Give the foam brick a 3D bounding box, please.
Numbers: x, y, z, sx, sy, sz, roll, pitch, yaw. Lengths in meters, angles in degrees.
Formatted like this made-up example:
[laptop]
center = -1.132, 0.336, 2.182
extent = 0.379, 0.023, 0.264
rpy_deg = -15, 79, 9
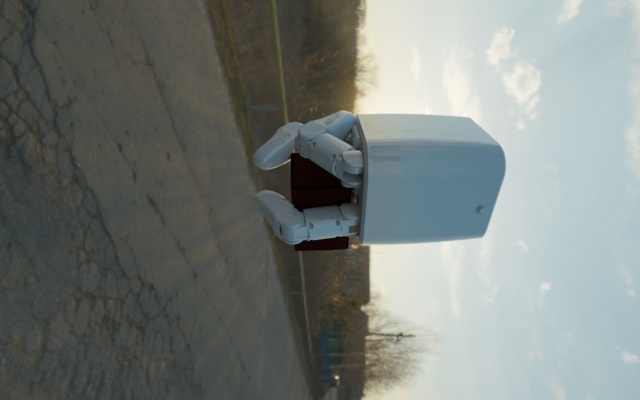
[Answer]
[foam brick]
center = 0.000, 0.002, 0.432
extent = 0.051, 0.078, 0.053
rpy_deg = -2, 42, -2
